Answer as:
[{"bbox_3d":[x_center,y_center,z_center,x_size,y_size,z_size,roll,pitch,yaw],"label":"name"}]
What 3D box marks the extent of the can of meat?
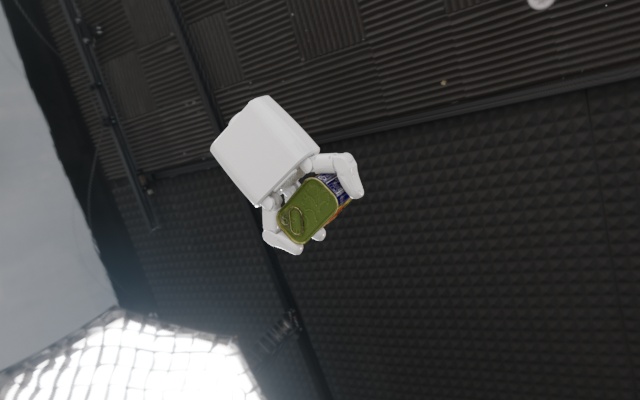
[{"bbox_3d":[0.000,0.002,0.653,0.102,0.057,0.084,-48,-7,35],"label":"can of meat"}]
